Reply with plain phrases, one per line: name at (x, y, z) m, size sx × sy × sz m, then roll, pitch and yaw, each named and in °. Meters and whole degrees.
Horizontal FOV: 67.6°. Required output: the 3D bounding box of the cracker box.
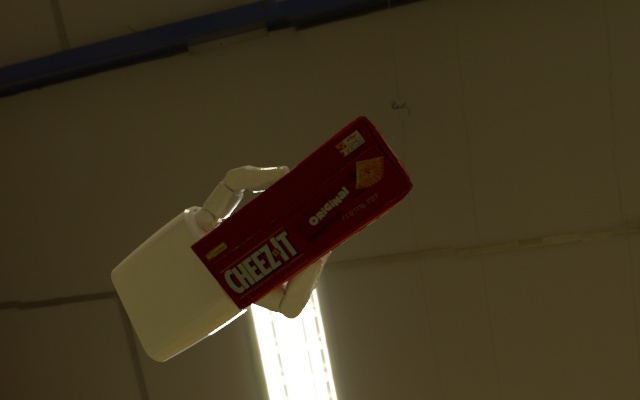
cracker box at (0.000, 0.001, 0.446) m, size 0.164 × 0.072 × 0.213 m, roll -37°, pitch 1°, yaw 11°
